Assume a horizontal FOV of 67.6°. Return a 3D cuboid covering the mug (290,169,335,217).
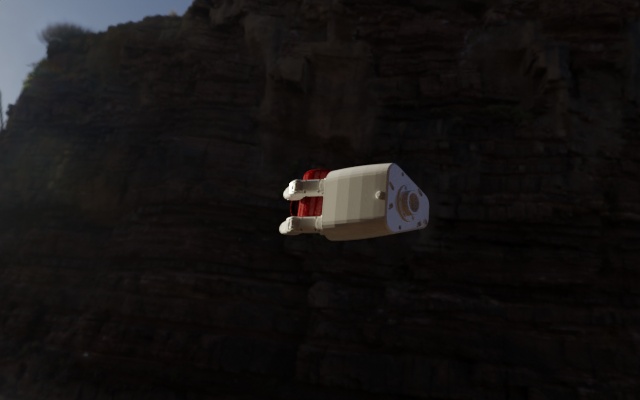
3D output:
[{"bbox_3d":[-0.001,0.002,0.749,0.117,0.081,0.093,-6,-20,41],"label":"mug"}]
